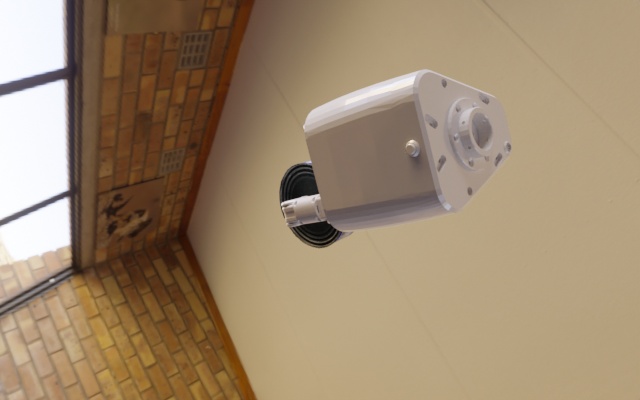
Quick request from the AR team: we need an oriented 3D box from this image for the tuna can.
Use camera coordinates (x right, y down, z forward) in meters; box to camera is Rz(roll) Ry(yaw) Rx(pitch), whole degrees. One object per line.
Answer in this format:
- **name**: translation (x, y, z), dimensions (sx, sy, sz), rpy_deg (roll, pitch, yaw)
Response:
- **tuna can**: translation (0.000, 0.001, 0.473), dimensions (0.086, 0.086, 0.033), rpy_deg (0, 15, 45)
